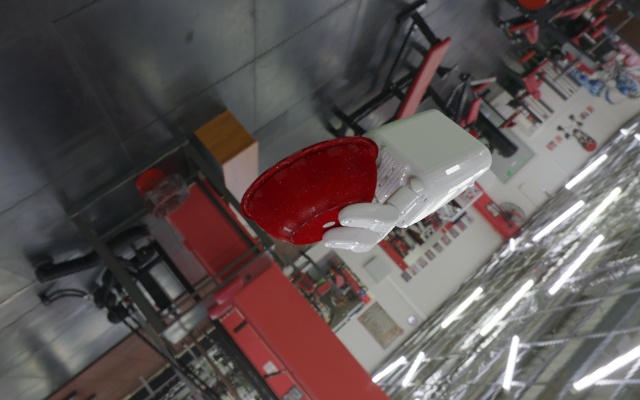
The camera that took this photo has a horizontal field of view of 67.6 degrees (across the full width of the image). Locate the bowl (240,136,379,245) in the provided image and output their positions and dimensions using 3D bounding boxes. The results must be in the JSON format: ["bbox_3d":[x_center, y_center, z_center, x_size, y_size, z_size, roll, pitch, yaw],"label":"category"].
[{"bbox_3d":[-0.001,0.003,0.503,0.162,0.055,0.162,-23,-20,-9],"label":"bowl"}]
